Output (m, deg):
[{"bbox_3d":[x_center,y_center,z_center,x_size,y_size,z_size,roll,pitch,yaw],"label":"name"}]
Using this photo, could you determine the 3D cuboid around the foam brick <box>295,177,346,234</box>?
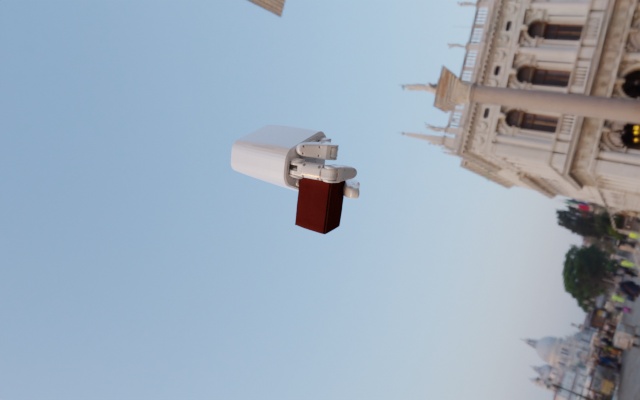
[{"bbox_3d":[0.000,0.003,0.703,0.051,0.078,0.053,13,15,25],"label":"foam brick"}]
